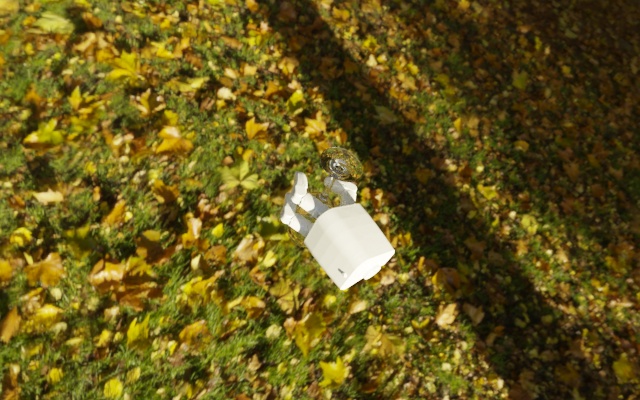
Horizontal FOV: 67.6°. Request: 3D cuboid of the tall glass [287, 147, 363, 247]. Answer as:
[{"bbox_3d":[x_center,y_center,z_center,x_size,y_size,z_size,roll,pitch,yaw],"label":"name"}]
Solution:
[{"bbox_3d":[0.000,0.002,0.836,0.079,0.079,0.201,0,-37,-26],"label":"tall glass"}]
